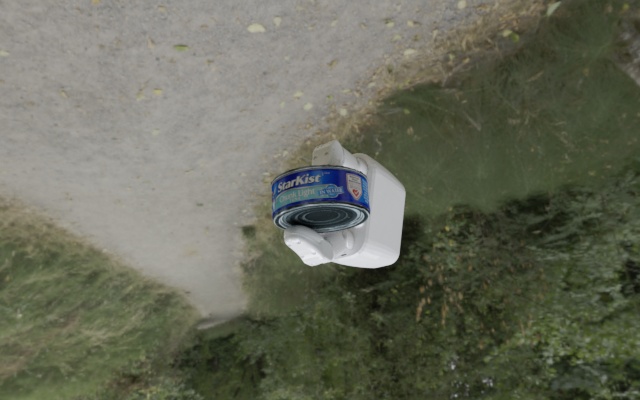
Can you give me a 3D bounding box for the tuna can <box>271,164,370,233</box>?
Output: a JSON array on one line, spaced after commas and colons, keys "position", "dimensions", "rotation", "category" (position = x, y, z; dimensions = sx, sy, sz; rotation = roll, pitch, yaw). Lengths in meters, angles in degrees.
[{"position": [0.000, 0.002, 0.414], "dimensions": [0.086, 0.033, 0.086], "rotation": [-3, -20, -1], "category": "tuna can"}]
